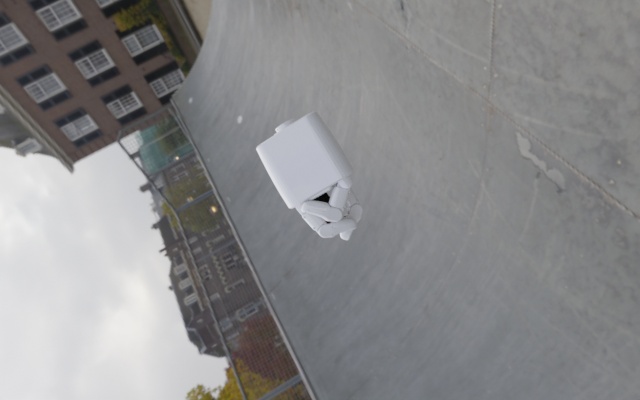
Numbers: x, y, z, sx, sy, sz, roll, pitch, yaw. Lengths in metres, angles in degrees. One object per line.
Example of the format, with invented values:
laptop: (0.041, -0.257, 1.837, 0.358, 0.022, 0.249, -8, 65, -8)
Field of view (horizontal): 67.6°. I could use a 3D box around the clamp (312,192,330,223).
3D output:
clamp: (0.000, 0.003, 0.809, 0.039, 0.120, 0.171, -34, 3, -6)
